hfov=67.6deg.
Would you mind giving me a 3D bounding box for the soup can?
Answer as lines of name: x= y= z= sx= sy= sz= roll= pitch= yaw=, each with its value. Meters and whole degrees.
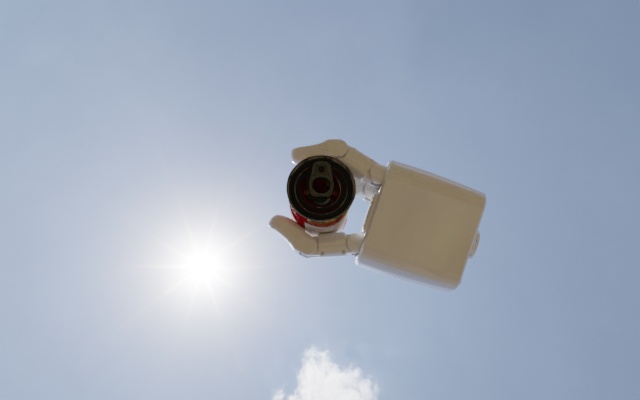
soup can: x=0.000 y=0.002 z=0.512 sx=0.068 sy=0.068 sz=0.102 roll=0 pitch=-17 yaw=-1
